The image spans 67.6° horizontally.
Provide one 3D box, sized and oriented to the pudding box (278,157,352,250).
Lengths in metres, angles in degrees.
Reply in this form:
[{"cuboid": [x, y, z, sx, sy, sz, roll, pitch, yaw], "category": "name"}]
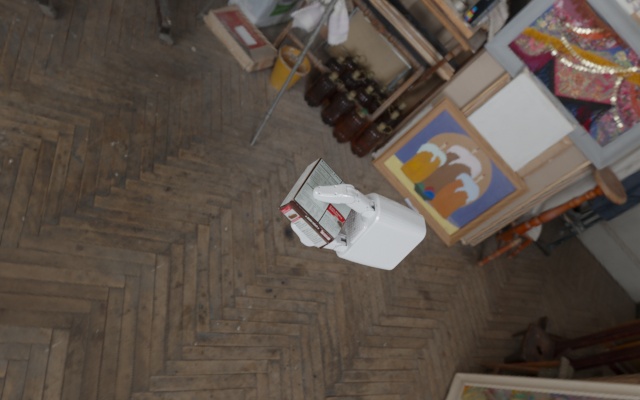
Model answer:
[{"cuboid": [0.000, 0.002, 0.714, 0.039, 0.090, 0.113, -34, 17, 41], "category": "pudding box"}]
